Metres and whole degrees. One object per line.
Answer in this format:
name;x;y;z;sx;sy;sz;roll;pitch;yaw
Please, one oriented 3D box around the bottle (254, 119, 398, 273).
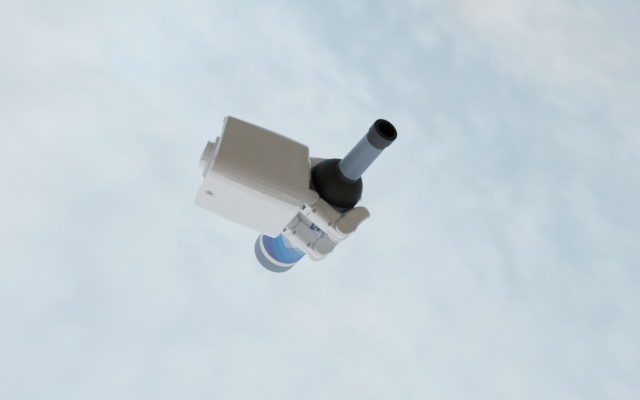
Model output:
bottle;0.000;0.002;0.583;0.069;0.069;0.296;0;-29;-31
